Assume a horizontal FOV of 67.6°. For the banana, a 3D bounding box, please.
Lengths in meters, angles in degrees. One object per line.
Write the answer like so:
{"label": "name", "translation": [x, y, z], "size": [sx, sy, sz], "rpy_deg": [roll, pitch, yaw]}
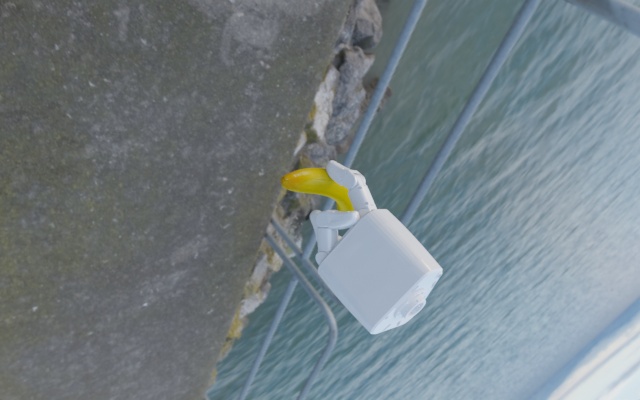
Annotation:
{"label": "banana", "translation": [0.015, -0.010, 0.683], "size": [0.037, 0.069, 0.198], "rpy_deg": [48, 4, 31]}
